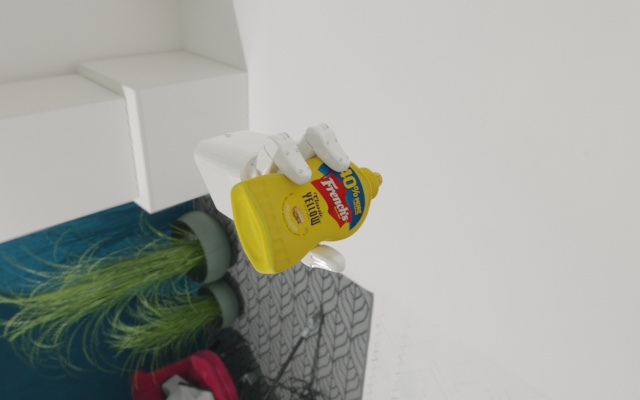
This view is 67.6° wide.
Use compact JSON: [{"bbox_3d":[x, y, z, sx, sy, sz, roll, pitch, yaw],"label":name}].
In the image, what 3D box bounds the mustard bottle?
[{"bbox_3d":[0.000,0.002,0.521,0.191,0.096,0.058,-22,6,-39],"label":"mustard bottle"}]
